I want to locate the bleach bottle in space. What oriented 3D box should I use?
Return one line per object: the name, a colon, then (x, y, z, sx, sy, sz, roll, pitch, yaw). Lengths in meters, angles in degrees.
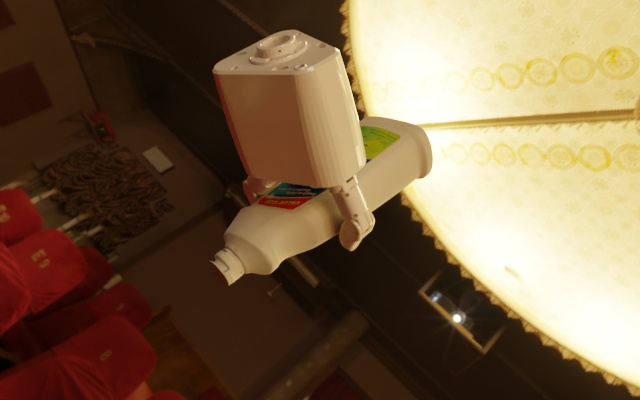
bleach bottle: (0.000, 0.002, 0.491, 0.250, 0.068, 0.102, -38, 40, -27)
